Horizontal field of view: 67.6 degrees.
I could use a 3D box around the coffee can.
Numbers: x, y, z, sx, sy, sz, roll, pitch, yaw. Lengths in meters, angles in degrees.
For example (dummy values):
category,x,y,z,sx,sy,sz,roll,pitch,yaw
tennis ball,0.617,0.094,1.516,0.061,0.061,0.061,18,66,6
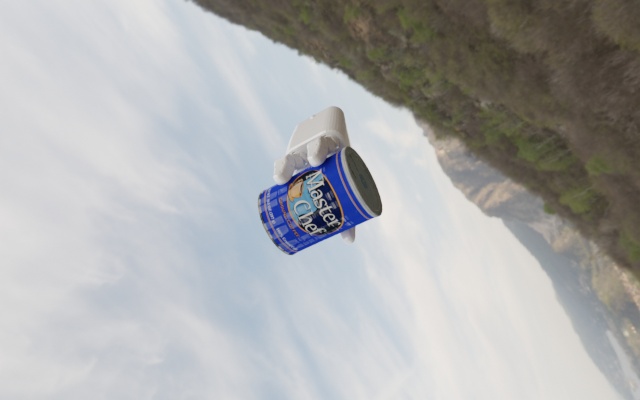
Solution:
category,x,y,z,sx,sy,sz,roll,pitch,yaw
coffee can,0.000,0.002,0.659,0.140,0.103,0.103,-26,-10,20
